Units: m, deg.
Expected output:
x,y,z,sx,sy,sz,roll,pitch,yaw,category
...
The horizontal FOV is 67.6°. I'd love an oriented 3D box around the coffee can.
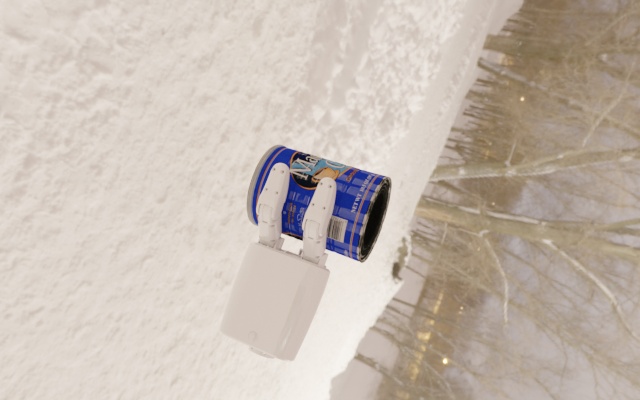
x,y,z,sx,sy,sz,roll,pitch,yaw,category
0.000,0.002,0.559,0.140,0.103,0.103,18,5,17,coffee can
